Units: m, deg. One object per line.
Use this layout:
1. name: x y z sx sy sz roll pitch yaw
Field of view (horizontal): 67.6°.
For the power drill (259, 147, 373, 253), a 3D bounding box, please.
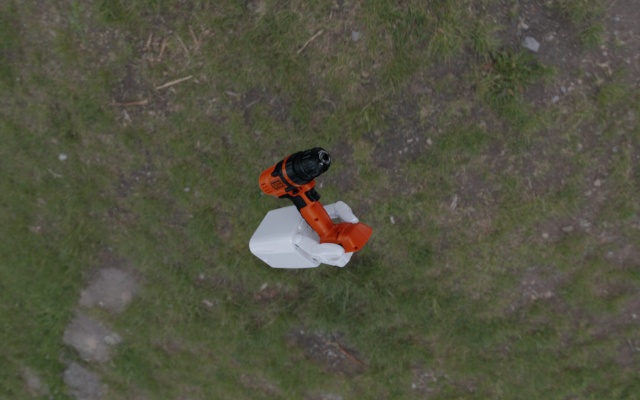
1. power drill: 0.000 0.003 0.779 0.057 0.188 0.184 -48 17 -29
